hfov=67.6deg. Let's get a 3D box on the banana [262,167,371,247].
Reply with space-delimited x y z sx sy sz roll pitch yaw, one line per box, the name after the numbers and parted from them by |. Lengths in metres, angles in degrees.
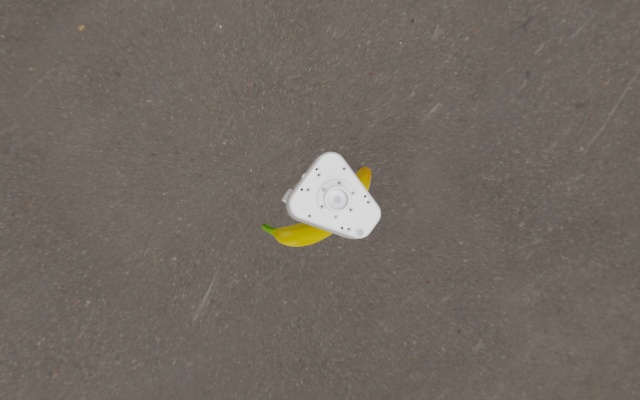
0.006 0.020 0.753 0.198 0.069 0.037 -29 -6 -2 | banana
